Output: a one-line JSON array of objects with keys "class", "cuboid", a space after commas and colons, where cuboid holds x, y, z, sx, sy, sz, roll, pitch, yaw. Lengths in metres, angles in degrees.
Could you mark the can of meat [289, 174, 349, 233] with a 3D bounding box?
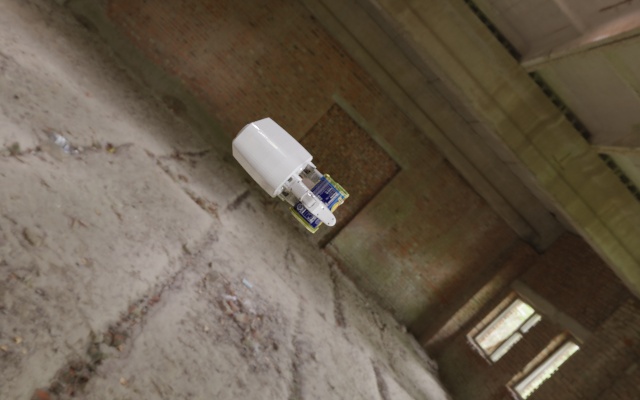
[{"class": "can of meat", "cuboid": [0.000, 0.002, 0.806, 0.057, 0.084, 0.102, 44, 5, 3]}]
